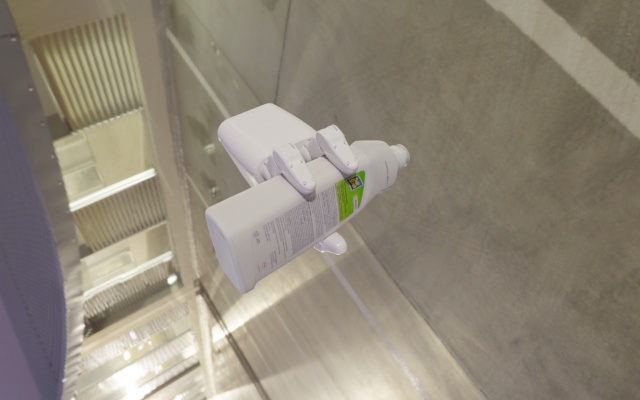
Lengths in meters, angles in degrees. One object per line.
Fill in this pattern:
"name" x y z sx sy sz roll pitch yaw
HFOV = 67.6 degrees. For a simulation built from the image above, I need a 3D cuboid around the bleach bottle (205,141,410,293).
"bleach bottle" 0.000 0.002 0.547 0.251 0.103 0.068 -27 46 -24
